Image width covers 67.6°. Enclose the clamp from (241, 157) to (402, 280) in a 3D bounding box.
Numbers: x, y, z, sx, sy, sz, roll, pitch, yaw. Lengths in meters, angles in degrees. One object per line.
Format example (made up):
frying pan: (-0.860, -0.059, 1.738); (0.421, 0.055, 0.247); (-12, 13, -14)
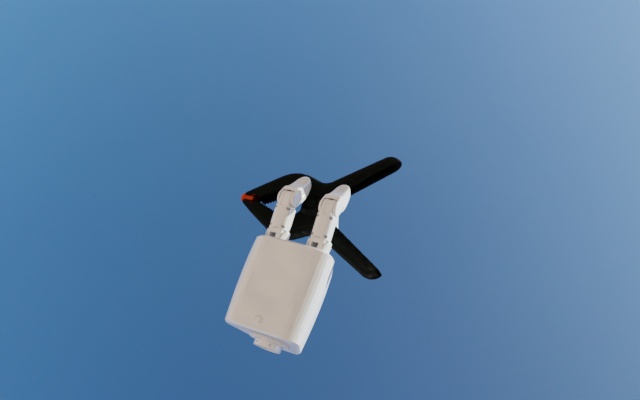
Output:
clamp: (0.000, 0.003, 0.620); (0.210, 0.164, 0.036); (12, -25, 21)
